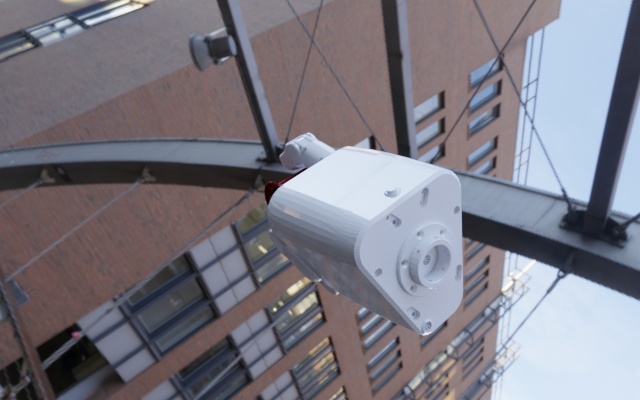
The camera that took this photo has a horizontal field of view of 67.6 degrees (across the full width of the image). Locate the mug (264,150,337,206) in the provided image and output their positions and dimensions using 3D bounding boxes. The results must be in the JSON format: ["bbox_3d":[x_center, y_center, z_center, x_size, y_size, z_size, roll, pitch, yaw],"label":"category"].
[{"bbox_3d":[-0.001,0.001,0.462,0.081,0.093,0.117,-33,28,-22],"label":"mug"}]
